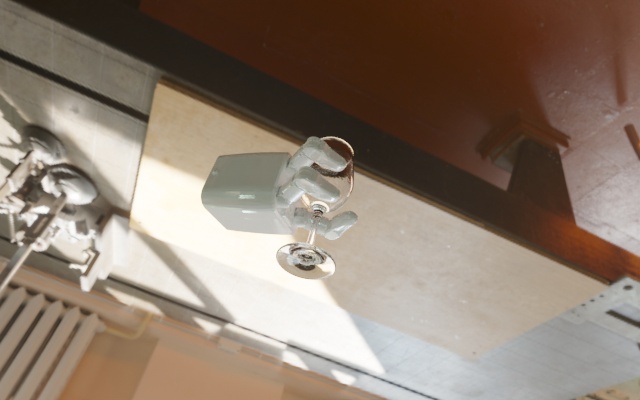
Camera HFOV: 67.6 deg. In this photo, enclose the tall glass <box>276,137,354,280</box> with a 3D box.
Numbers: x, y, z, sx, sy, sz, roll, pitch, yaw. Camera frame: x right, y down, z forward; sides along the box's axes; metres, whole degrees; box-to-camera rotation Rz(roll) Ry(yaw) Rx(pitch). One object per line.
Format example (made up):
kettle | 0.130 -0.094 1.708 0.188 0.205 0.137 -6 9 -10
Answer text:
tall glass | 0.000 0.003 0.639 0.079 0.201 0.079 8 -41 7
